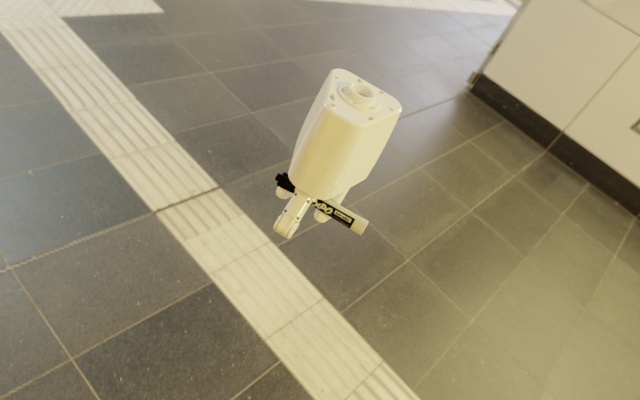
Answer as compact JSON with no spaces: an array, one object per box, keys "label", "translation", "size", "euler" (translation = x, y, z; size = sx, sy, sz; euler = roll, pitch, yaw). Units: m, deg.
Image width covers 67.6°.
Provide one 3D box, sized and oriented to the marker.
[{"label":"marker","translation":[0.000,0.002,0.562],"size":[0.121,0.020,0.020],"euler":[31,2,3]}]
